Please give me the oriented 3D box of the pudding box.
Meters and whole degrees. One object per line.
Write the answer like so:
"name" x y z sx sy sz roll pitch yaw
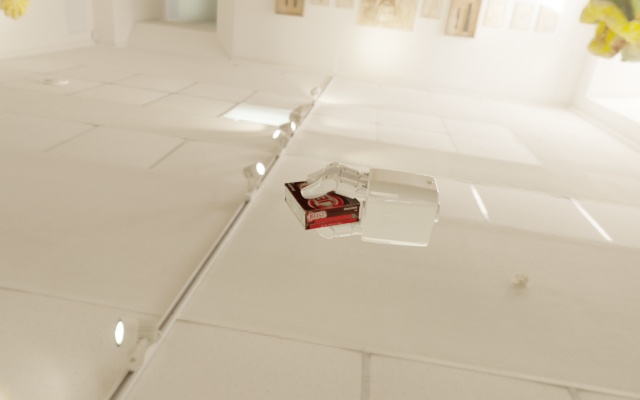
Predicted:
"pudding box" 0.000 0.003 0.760 0.090 0.039 0.113 -7 24 -20
